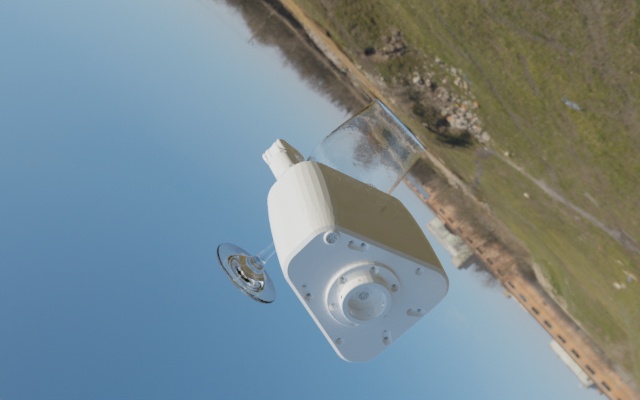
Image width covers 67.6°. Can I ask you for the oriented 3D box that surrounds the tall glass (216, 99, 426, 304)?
[{"bbox_3d":[0.000,0.002,0.433,0.201,0.079,0.079,-44,-11,11],"label":"tall glass"}]
